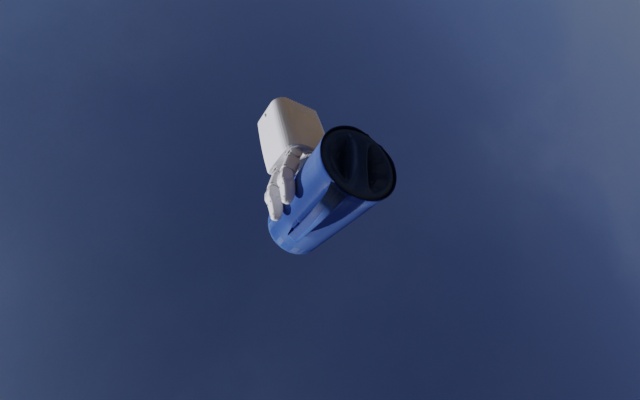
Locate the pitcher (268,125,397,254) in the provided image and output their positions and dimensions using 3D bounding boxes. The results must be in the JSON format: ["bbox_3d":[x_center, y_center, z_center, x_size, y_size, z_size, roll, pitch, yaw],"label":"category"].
[{"bbox_3d":[0.000,0.002,0.788,0.149,0.145,0.243,1,-29,-32],"label":"pitcher"}]
